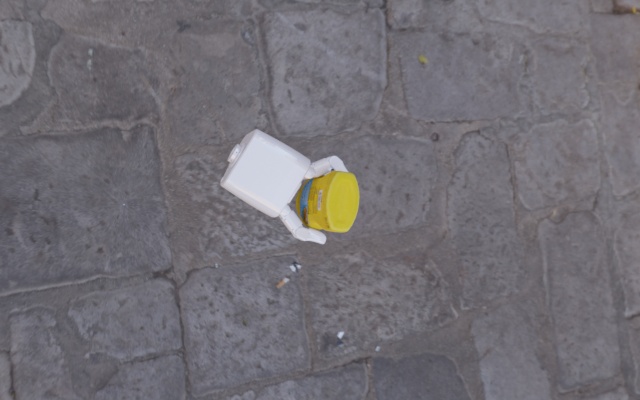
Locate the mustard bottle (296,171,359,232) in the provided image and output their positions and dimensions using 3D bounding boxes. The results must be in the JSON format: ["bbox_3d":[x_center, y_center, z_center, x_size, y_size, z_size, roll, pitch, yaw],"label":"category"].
[{"bbox_3d":[0.001,0.003,0.825,0.058,0.096,0.191,6,-3,-22],"label":"mustard bottle"}]
